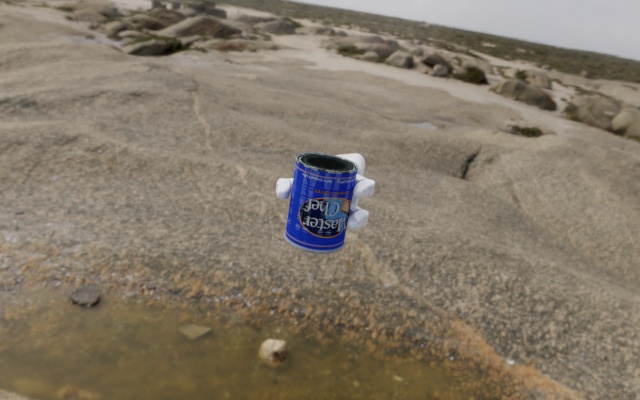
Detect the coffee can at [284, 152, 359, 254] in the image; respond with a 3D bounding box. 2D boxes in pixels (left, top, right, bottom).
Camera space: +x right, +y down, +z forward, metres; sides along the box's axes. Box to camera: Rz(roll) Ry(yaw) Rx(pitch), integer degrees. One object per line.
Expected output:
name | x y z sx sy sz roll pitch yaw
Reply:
coffee can | 0.000 0.003 0.786 0.103 0.140 0.102 8 20 -3
